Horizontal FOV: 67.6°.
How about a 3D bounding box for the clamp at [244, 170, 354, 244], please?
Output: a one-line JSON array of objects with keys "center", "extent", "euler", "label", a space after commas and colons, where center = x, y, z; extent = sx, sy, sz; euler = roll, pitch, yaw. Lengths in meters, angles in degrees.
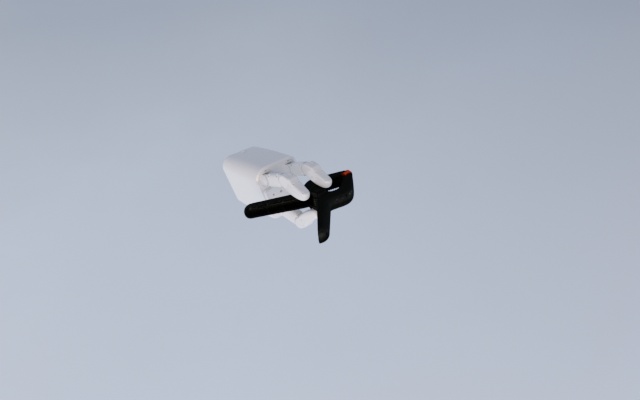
[{"center": [0.000, 0.003, 0.807], "extent": [0.164, 0.036, 0.210], "euler": [22, 38, 38], "label": "clamp"}]
